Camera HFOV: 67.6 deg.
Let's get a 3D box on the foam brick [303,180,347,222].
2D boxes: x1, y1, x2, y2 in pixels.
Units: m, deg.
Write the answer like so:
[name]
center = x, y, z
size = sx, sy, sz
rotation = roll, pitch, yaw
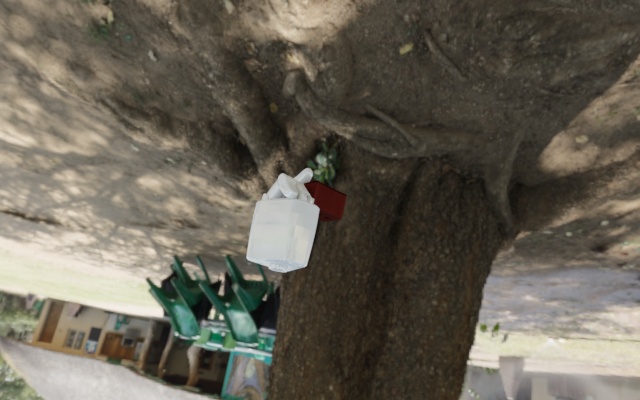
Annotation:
[foam brick]
center = 0.000, 0.003, 0.884
size = 0.078, 0.051, 0.053
rotation = 24, -23, -35
